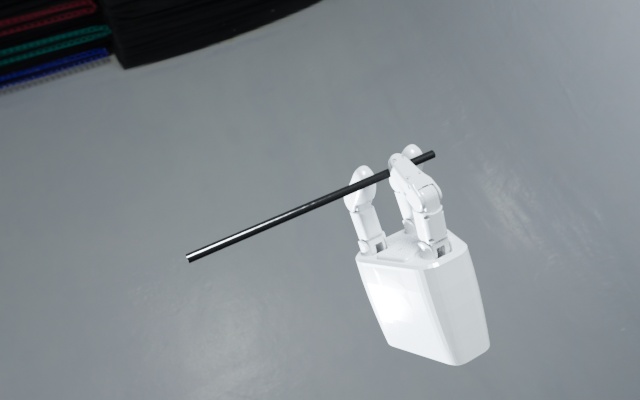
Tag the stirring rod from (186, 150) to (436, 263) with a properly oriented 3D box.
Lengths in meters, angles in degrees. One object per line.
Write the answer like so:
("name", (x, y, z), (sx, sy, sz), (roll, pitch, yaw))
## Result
("stirring rod", (0.000, 0.001, 0.414), (0.239, 0.011, 0.011), (-23, 7, -17))
